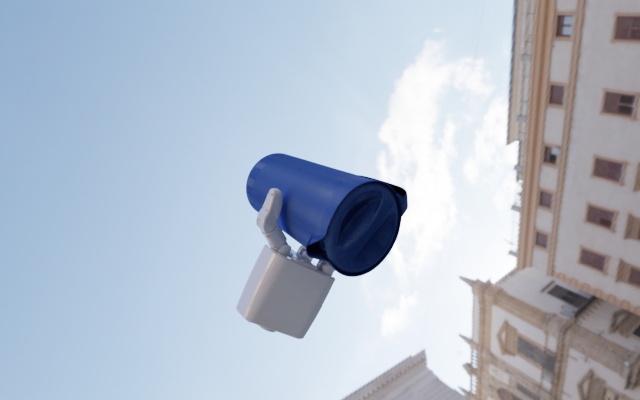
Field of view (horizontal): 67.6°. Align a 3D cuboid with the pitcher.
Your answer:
[{"bbox_3d":[0.000,0.002,0.713,0.149,0.145,0.242,27,-1,-42],"label":"pitcher"}]
